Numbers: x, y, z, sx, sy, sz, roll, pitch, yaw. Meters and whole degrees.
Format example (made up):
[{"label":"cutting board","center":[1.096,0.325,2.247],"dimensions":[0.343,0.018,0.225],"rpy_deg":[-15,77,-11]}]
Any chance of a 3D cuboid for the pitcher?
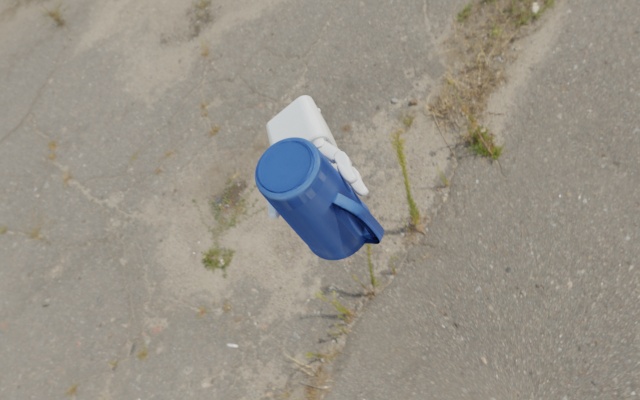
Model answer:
[{"label":"pitcher","center":[0.000,0.002,0.796],"dimensions":[0.149,0.145,0.243],"rpy_deg":[-24,-32,10]}]
